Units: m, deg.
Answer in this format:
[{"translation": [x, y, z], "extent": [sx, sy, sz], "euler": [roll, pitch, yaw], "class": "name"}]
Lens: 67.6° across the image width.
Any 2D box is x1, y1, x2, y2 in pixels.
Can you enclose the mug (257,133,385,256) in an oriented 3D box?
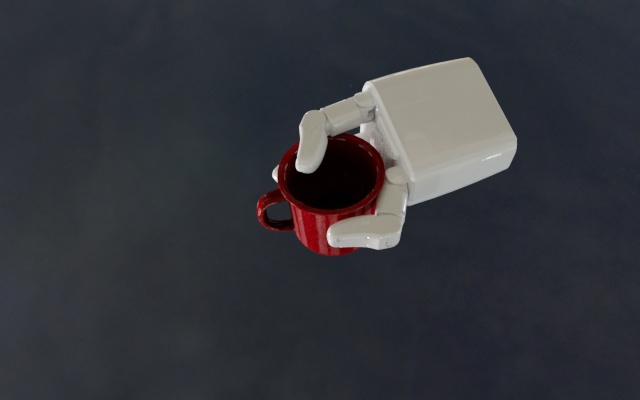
[{"translation": [-0.001, 0.002, 0.439], "extent": [0.117, 0.093, 0.082], "euler": [-17, -36, -8], "class": "mug"}]
